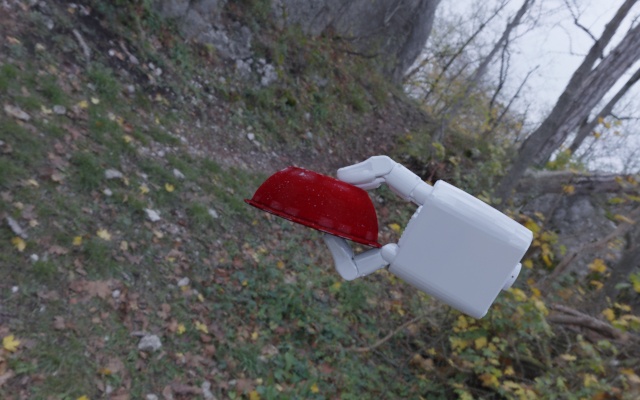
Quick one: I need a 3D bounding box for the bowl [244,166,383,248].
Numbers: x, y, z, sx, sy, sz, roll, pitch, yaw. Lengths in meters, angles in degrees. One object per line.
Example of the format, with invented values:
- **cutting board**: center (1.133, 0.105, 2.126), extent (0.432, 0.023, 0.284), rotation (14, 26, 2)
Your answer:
- **bowl**: center (-0.001, 0.001, 0.532), extent (0.162, 0.055, 0.162), rotation (18, 0, 0)
